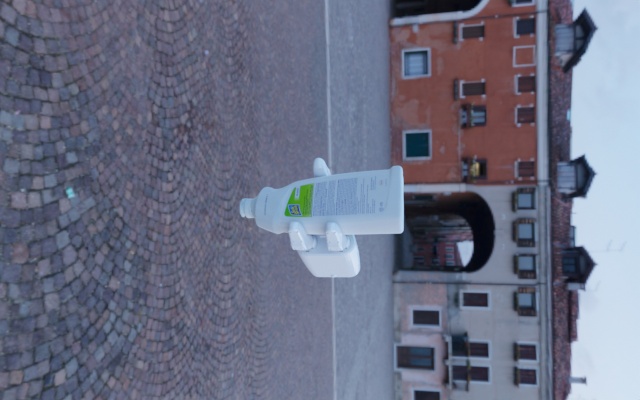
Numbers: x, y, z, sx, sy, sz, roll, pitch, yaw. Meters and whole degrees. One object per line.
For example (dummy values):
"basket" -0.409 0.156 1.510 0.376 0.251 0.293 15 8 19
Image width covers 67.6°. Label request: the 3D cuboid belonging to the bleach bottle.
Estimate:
"bleach bottle" 0.000 0.002 0.736 0.251 0.102 0.068 -1 -30 12
